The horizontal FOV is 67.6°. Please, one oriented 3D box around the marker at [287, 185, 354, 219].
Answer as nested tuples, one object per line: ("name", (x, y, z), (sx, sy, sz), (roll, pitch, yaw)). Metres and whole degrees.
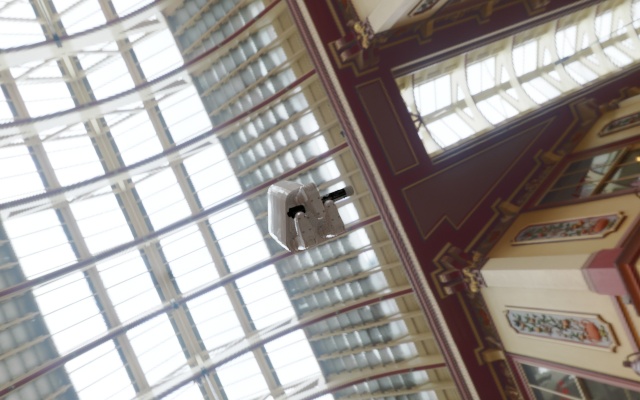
("marker", (0.000, 0.003, 0.792), (0.121, 0.020, 0.020), (-22, 8, -21))
